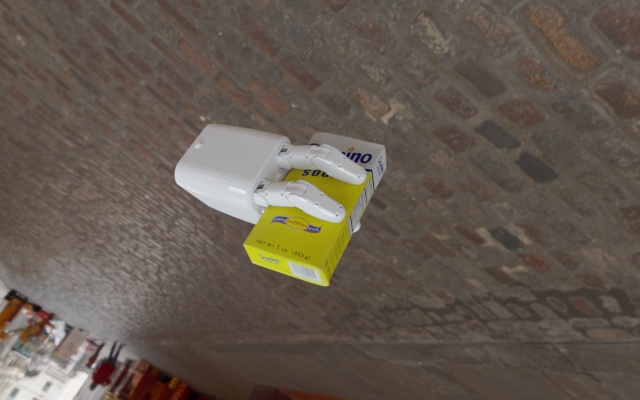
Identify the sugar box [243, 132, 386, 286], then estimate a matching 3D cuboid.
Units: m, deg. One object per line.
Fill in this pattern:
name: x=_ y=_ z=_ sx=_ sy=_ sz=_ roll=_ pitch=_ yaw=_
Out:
sugar box: x=0.000 y=0.001 z=0.531 sx=0.093 sy=0.176 sz=0.048 roll=15 pitch=-32 yaw=22
